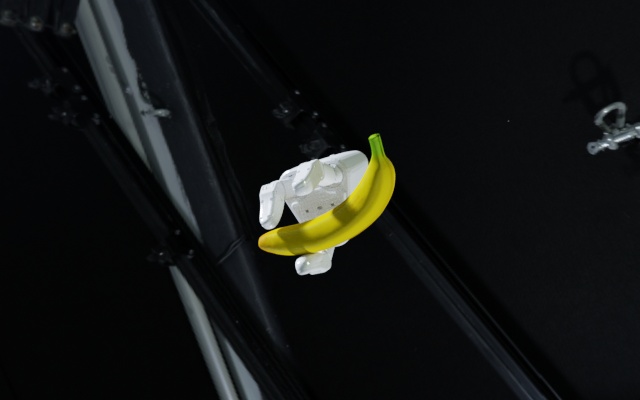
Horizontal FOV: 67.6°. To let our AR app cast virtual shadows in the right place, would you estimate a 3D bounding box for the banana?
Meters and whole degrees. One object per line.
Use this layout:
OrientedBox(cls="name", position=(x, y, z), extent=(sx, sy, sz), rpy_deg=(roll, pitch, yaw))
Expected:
OrientedBox(cls="banana", position=(0.015, 0.014, 0.518), extent=(0.198, 0.069, 0.037), rpy_deg=(-42, -1, 27))
